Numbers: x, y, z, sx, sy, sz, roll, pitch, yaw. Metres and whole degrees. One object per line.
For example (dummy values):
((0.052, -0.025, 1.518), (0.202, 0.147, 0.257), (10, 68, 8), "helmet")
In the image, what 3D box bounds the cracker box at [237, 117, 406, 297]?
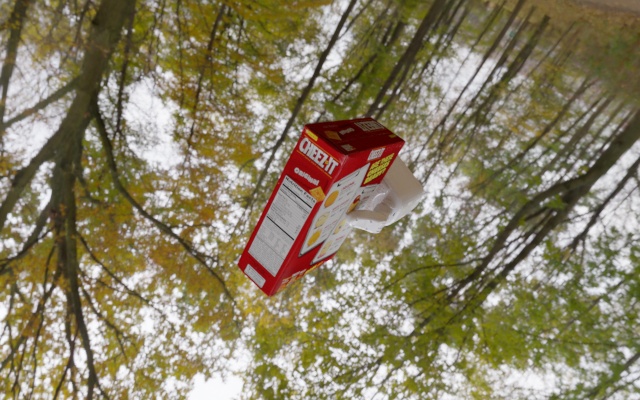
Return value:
((0.000, 0.002, 0.611), (0.072, 0.214, 0.164), (38, 28, 19), "cracker box")
